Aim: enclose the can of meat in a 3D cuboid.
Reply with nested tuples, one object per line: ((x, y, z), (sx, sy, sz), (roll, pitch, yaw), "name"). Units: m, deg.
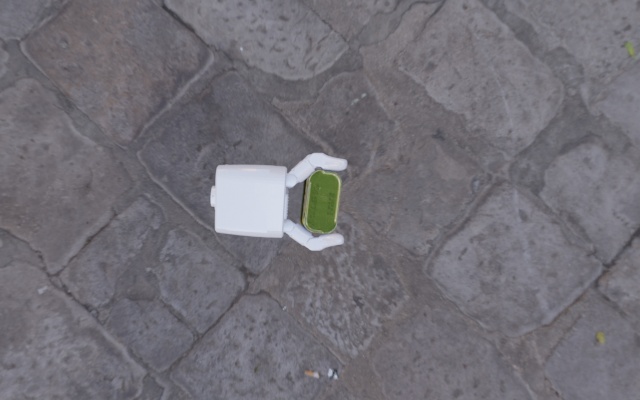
((0.000, 0.003, 0.763), (0.057, 0.102, 0.084), (6, -1, -5), "can of meat")
